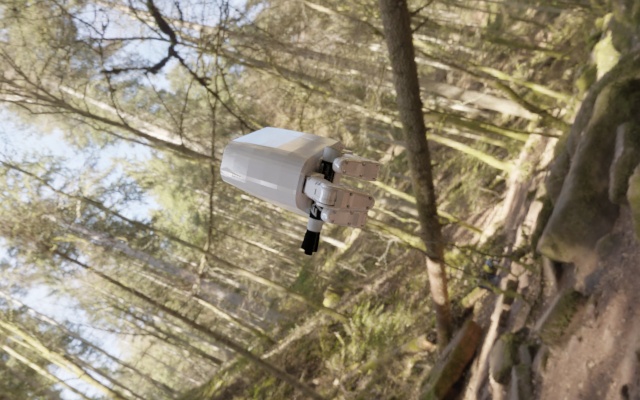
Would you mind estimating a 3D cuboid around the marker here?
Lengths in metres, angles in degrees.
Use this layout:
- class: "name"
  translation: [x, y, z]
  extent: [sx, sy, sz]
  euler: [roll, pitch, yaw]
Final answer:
- class: "marker"
  translation: [0.000, 0.002, 0.521]
  extent: [0.020, 0.121, 0.020]
  euler: [13, 9, -2]
